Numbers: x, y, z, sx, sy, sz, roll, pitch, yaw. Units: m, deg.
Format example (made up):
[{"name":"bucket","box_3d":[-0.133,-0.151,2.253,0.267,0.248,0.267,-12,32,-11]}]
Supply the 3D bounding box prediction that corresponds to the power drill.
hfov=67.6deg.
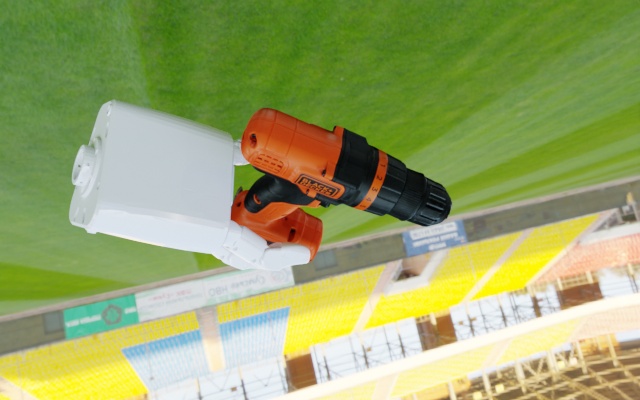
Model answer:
[{"name":"power drill","box_3d":[0.000,0.002,0.445,0.184,0.057,0.188,23,-31,-14]}]
